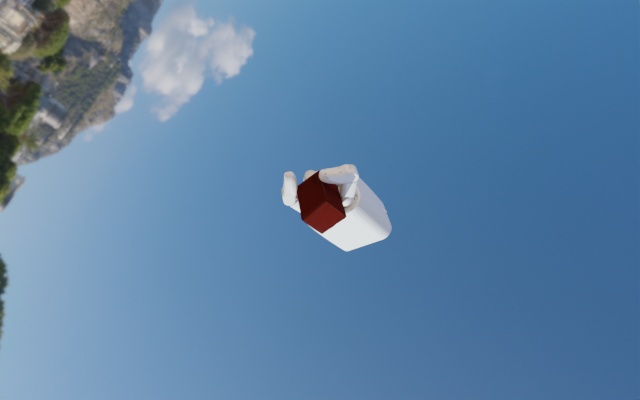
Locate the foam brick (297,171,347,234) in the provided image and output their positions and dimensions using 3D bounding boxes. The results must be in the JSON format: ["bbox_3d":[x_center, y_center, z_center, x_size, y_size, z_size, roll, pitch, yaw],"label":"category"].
[{"bbox_3d":[0.000,0.003,0.750,0.053,0.078,0.051,-35,-51,20],"label":"foam brick"}]
